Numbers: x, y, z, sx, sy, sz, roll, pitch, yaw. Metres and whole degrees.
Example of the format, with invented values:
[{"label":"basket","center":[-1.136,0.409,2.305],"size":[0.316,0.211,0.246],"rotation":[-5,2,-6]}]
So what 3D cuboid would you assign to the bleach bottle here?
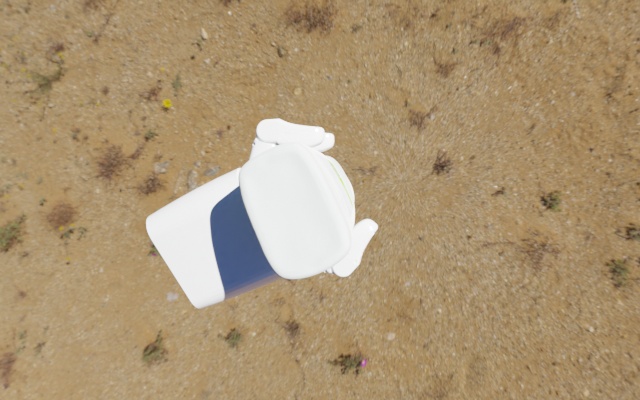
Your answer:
[{"label":"bleach bottle","center":[0.000,0.001,0.467],"size":[0.068,0.102,0.251],"rotation":[-24,-2,10]}]
